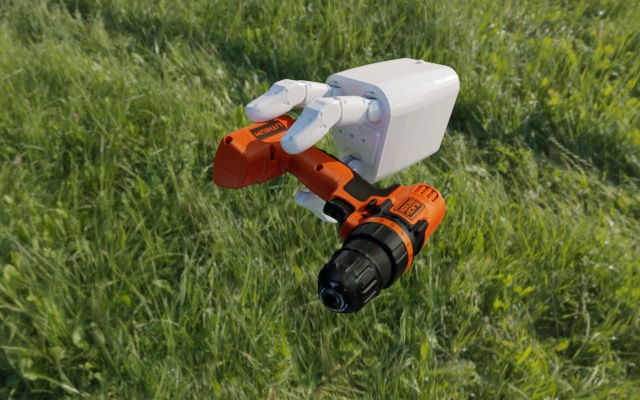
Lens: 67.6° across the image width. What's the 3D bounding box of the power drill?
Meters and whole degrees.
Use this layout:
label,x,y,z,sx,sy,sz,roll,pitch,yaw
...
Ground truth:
label,x,y,z,sx,sy,sz,roll,pitch,yaw
power drill,0.000,0.001,0.412,0.187,0.057,0.184,33,34,18
